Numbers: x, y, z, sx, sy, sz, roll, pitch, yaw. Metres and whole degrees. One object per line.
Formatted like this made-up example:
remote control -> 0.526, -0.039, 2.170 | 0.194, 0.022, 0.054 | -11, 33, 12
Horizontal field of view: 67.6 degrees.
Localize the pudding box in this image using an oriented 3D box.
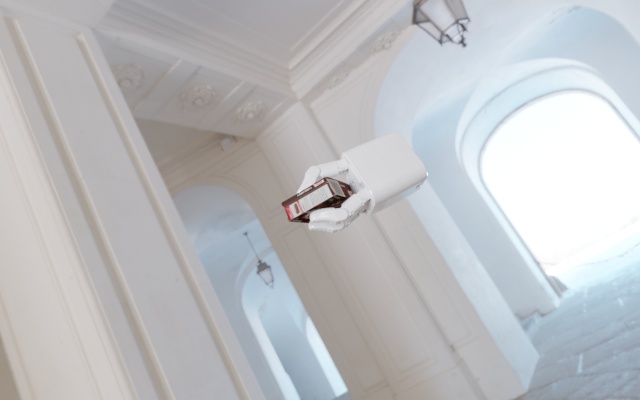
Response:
pudding box -> 0.000, 0.002, 0.790 | 0.090, 0.039, 0.113 | -31, -17, 17
